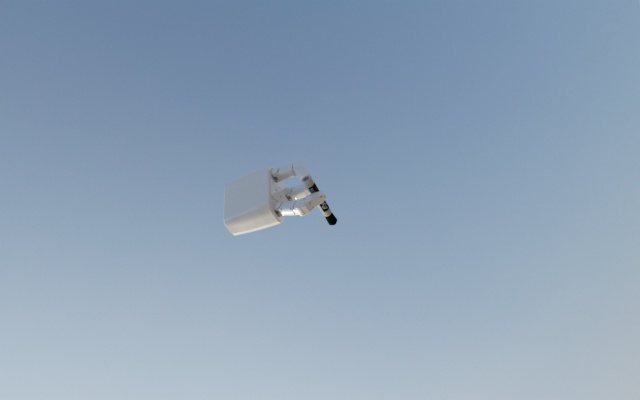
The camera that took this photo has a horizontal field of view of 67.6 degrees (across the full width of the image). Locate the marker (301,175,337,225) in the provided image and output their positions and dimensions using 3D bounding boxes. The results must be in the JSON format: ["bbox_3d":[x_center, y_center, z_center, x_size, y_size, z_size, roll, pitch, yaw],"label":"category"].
[{"bbox_3d":[0.000,0.003,0.885,0.020,0.020,0.121,0,-44,37],"label":"marker"}]
